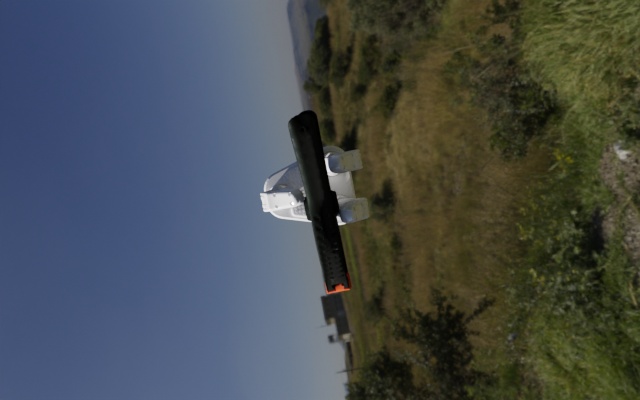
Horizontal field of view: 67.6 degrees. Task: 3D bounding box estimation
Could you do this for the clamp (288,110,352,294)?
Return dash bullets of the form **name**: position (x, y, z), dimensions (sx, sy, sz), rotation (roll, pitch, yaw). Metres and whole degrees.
- **clamp**: position (-0.001, 0.002, 0.508), dimensions (0.036, 0.210, 0.164), rotation (-11, 5, 4)
